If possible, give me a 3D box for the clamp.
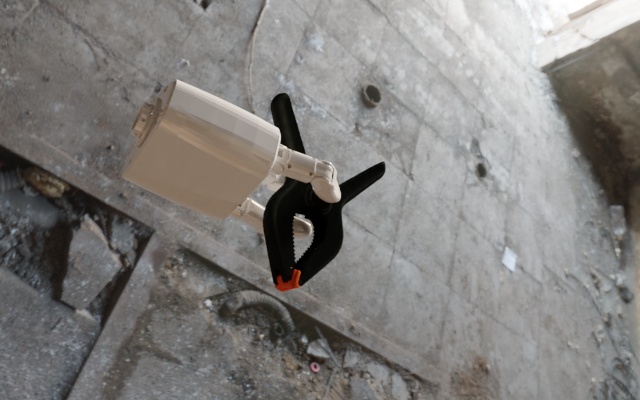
[{"bbox_3d":[0.000,0.002,0.521,0.164,0.210,0.036,24,-29,-27],"label":"clamp"}]
